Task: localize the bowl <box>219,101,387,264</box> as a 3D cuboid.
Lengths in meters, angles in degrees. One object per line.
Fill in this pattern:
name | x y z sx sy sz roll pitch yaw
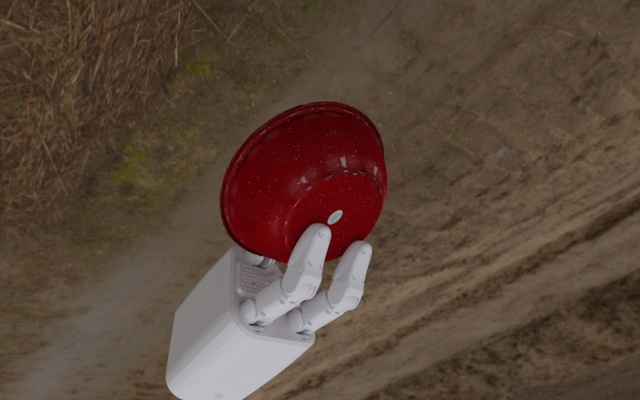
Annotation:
bowl | 0.001 0.000 0.406 0.162 0.162 0.055 0 33 -34
